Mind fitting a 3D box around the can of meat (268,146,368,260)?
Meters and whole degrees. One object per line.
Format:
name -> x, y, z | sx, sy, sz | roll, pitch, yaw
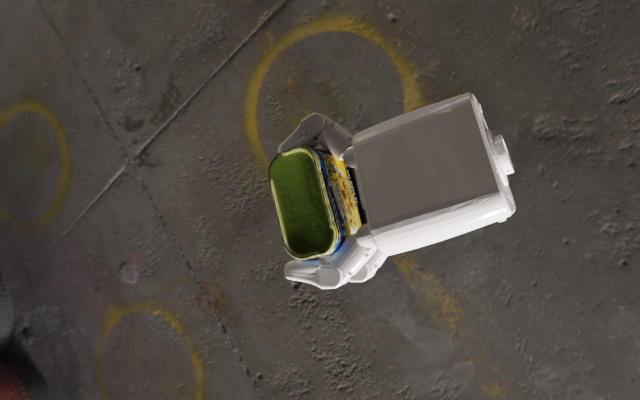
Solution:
can of meat -> 0.000, 0.001, 0.443 | 0.057, 0.102, 0.084 | -17, -6, 24
